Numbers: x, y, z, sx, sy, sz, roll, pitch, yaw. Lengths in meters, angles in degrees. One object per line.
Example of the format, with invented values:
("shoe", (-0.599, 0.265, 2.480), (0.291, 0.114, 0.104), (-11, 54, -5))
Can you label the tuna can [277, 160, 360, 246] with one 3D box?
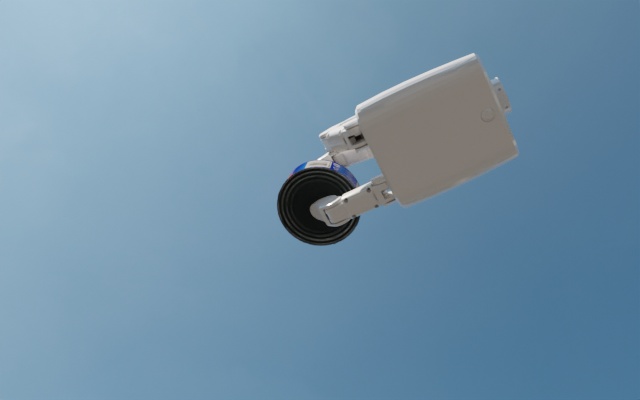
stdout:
("tuna can", (0.000, 0.001, 0.496), (0.086, 0.086, 0.033), (0, 22, 8))
